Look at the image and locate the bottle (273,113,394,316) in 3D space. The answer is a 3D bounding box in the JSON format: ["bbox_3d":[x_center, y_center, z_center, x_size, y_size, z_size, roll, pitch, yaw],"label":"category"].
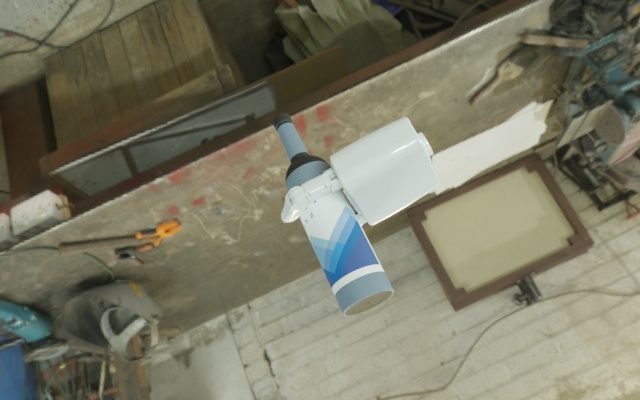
[{"bbox_3d":[0.000,0.002,0.628,0.069,0.295,0.069,-20,-26,-11],"label":"bottle"}]
